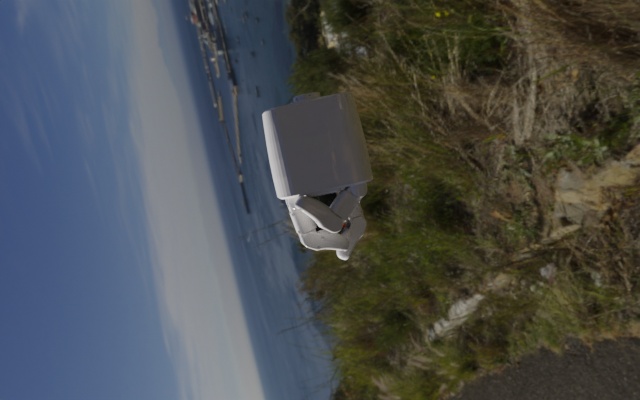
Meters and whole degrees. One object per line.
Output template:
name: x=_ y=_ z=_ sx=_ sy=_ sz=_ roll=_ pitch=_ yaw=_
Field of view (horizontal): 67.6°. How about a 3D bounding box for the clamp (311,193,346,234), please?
clamp: x=0.000 y=0.002 z=0.666 sx=0.039 sy=0.120 sz=0.171 roll=-13 pitch=5 yaw=-12
